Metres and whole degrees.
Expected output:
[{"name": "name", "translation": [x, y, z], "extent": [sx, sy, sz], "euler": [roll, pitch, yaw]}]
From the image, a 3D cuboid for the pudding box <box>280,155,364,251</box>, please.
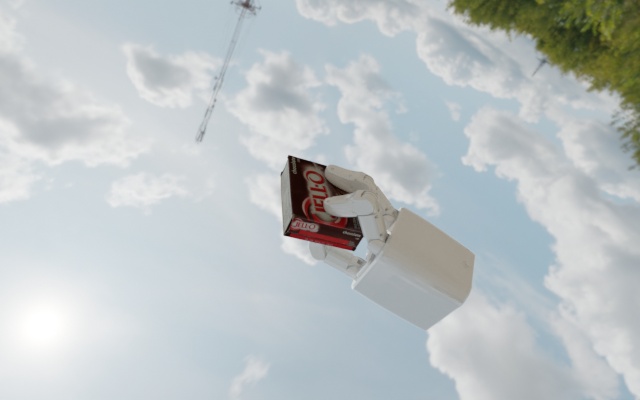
[{"name": "pudding box", "translation": [0.000, 0.002, 0.566], "extent": [0.090, 0.039, 0.113], "euler": [15, 36, -20]}]
